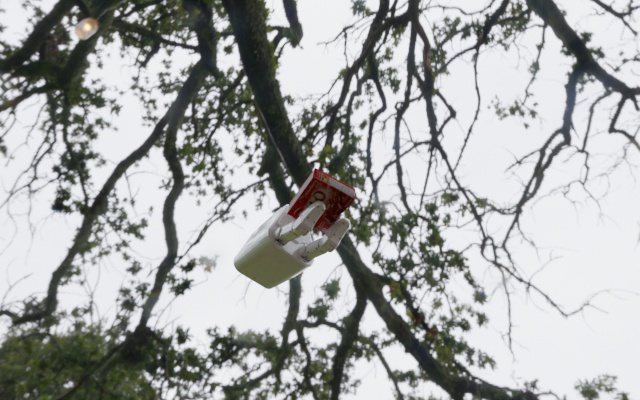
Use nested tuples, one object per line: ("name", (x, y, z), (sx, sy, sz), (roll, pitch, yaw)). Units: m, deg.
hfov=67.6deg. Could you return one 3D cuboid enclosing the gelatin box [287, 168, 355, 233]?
("gelatin box", (0.000, 0.002, 0.742), (0.073, 0.089, 0.030), (28, 36, -14))
